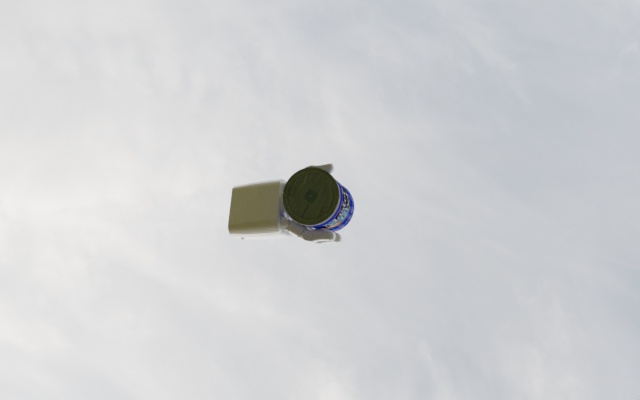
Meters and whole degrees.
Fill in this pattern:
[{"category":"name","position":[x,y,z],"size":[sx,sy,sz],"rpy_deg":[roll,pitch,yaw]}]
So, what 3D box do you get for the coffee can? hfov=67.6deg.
[{"category":"coffee can","position":[0.000,0.003,0.887],"size":[0.103,0.103,0.140],"rpy_deg":[0,-9,15]}]
